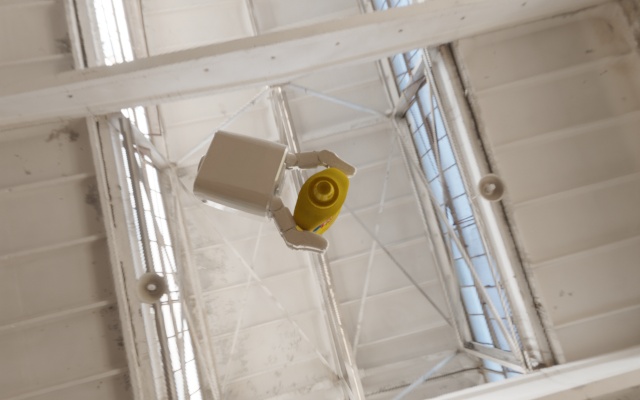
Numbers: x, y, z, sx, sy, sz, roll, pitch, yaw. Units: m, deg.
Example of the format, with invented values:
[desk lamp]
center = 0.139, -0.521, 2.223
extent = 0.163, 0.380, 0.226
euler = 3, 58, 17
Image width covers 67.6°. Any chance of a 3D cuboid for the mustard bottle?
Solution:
[mustard bottle]
center = 0.000, 0.002, 0.669
extent = 0.058, 0.096, 0.192
euler = 40, -10, 6
